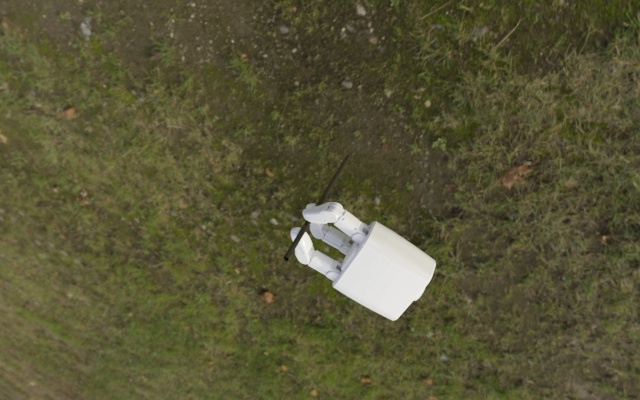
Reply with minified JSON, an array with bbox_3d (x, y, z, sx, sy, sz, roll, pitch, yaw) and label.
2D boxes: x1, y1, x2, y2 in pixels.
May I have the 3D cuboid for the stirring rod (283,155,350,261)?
[{"bbox_3d":[0.000,0.002,0.716,0.011,0.011,0.239,0,39,30],"label":"stirring rod"}]
